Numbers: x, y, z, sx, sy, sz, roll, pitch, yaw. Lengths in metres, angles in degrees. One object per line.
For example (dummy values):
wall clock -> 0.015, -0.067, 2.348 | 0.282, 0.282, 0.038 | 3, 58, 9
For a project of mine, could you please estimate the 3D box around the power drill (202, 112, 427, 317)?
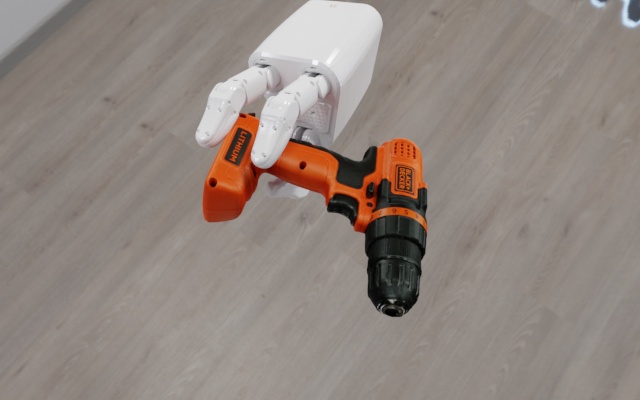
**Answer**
power drill -> 0.000, 0.001, 0.411 | 0.187, 0.184, 0.057 | 14, -44, -3
